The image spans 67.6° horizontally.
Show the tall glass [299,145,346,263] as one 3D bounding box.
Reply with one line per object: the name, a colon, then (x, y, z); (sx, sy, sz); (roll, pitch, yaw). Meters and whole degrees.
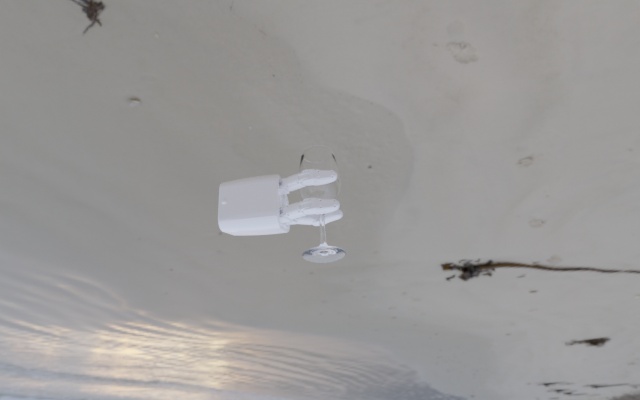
tall glass: (0.000, 0.003, 0.842); (0.079, 0.201, 0.079); (-3, -27, -1)
